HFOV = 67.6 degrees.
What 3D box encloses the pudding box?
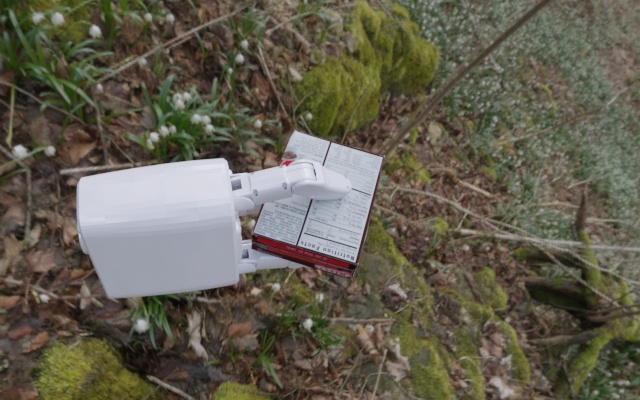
[{"bbox_3d":[0.000,0.001,0.412,0.090,0.113,0.039,17,-27,1],"label":"pudding box"}]
